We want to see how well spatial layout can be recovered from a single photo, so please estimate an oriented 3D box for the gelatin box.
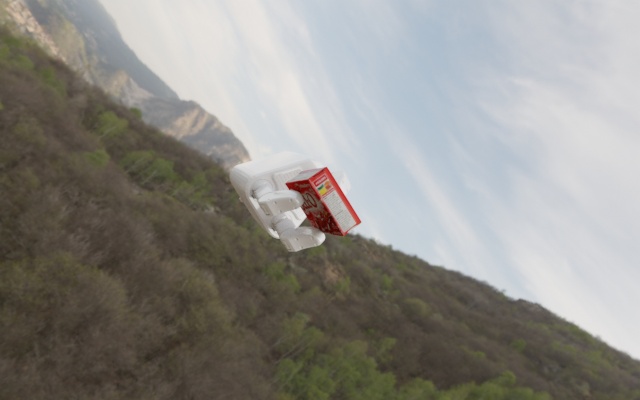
[{"bbox_3d":[0.001,0.002,0.543,0.030,0.073,0.089,-36,12,-18],"label":"gelatin box"}]
